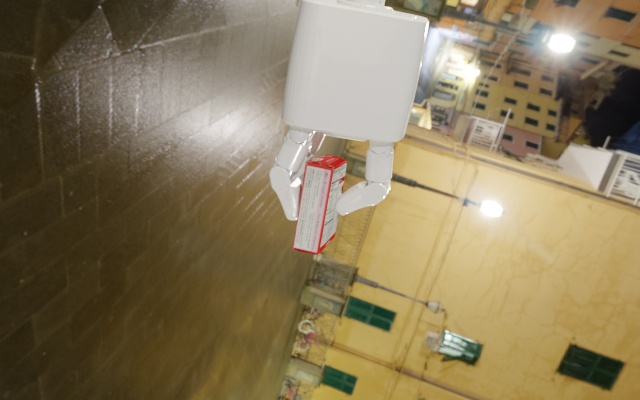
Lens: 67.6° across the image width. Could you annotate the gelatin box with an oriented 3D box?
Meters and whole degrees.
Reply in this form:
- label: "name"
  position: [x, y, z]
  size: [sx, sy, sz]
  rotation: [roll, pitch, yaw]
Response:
- label: "gelatin box"
  position: [0.000, 0.002, 0.478]
  size: [0.030, 0.089, 0.073]
  rotation: [11, 12, 12]
